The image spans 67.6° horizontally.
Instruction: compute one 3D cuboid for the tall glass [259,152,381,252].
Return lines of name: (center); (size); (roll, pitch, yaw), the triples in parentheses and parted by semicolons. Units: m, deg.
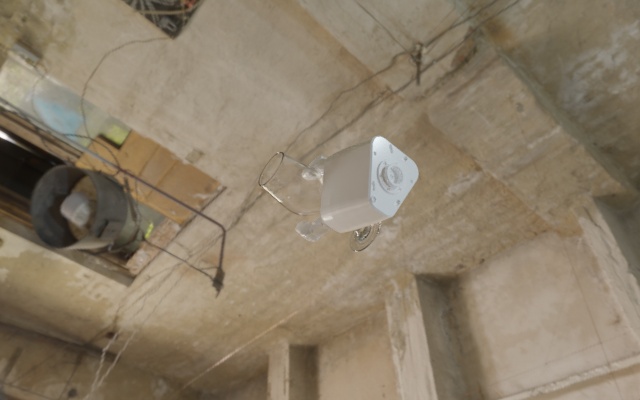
tall glass: (0.001, 0.003, 0.761); (0.201, 0.079, 0.079); (34, -15, -24)
